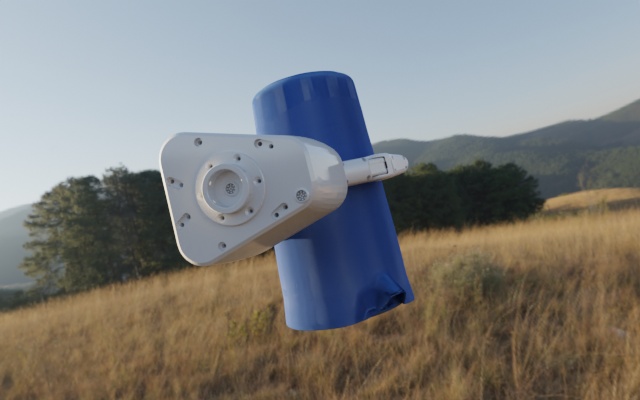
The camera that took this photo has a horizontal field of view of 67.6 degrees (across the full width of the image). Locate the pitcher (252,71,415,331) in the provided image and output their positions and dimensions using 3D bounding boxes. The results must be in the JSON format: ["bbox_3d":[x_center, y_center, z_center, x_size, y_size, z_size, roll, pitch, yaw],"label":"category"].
[{"bbox_3d":[0.000,0.002,0.500,0.149,0.243,0.145,-13,-1,14],"label":"pitcher"}]
